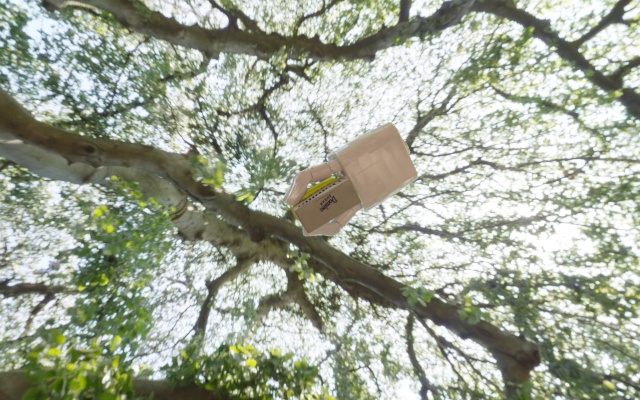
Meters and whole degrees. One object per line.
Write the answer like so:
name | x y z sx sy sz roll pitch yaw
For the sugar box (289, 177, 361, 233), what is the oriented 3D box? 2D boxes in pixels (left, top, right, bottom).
sugar box | 0.000 0.002 0.765 0.093 0.048 0.176 -31 5 -5
